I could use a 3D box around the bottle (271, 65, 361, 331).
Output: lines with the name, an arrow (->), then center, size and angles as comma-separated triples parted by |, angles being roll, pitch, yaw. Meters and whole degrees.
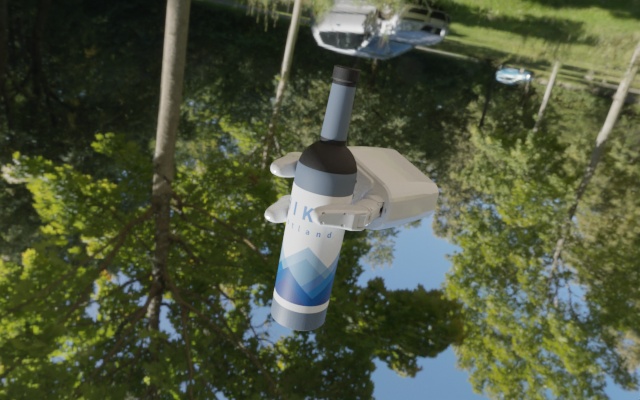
bottle -> 0.000, 0.002, 0.531 | 0.069, 0.296, 0.069 | 10, 19, -3
